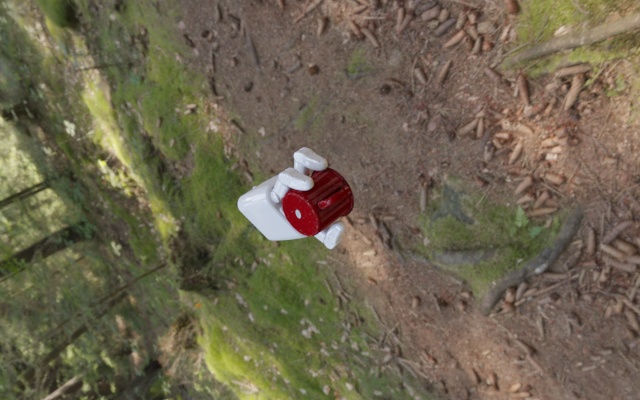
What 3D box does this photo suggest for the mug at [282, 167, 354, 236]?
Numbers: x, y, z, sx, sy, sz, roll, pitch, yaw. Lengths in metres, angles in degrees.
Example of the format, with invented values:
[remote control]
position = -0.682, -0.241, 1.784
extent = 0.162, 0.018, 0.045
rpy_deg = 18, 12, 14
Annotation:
[mug]
position = 0.001, 0.002, 0.753
extent = 0.081, 0.093, 0.117
rpy_deg = -36, 13, -37
